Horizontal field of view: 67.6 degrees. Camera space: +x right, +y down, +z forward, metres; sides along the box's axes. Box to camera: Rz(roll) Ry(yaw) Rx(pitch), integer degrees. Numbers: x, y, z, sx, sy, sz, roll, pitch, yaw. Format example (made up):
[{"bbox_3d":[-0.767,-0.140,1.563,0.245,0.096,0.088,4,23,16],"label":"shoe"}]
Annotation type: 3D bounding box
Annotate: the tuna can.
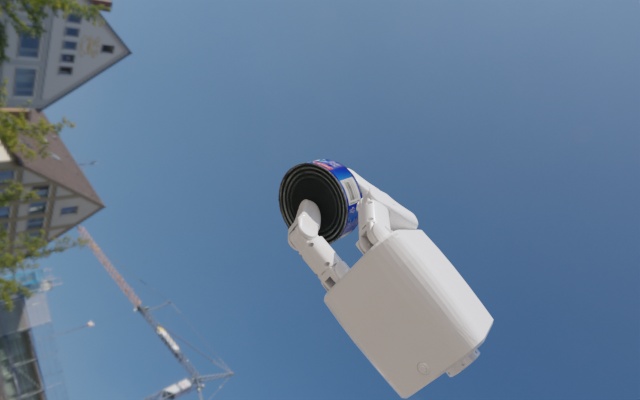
[{"bbox_3d":[0.000,0.001,0.486,0.086,0.086,0.033,0,13,38],"label":"tuna can"}]
